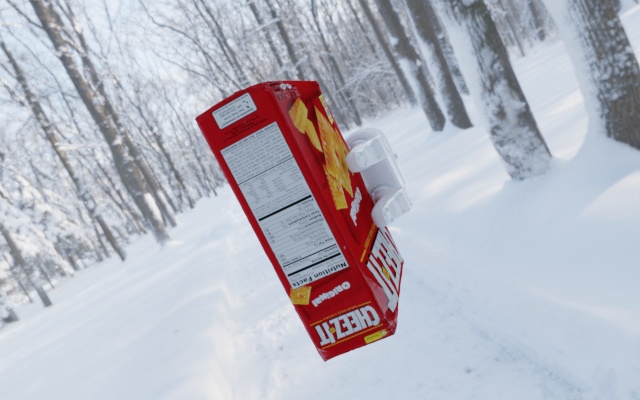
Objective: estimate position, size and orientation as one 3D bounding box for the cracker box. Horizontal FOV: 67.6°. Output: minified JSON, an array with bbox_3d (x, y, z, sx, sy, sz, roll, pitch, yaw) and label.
[{"bbox_3d":[0.000,0.001,0.425,0.072,0.214,0.164,-25,6,17],"label":"cracker box"}]
